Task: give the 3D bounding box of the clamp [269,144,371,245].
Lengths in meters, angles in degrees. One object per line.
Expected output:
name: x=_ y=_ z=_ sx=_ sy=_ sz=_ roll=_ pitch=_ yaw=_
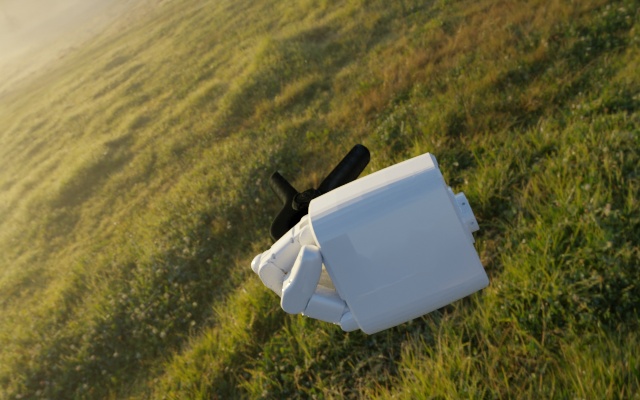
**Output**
clamp: x=0.000 y=0.001 z=0.479 sx=0.120 sy=0.039 sz=0.171 roll=-27 pitch=33 yaw=15
